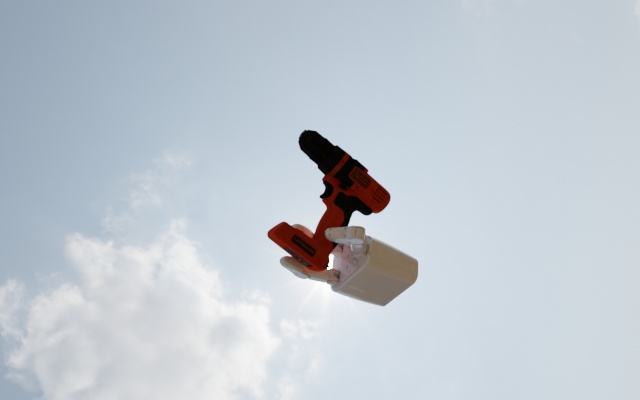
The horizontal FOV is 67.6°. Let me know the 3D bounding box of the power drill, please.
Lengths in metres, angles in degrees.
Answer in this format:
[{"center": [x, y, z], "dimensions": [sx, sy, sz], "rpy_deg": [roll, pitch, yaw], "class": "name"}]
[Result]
[{"center": [0.000, 0.003, 0.757], "dimensions": [0.184, 0.187, 0.057], "rpy_deg": [39, -17, -7], "class": "power drill"}]
